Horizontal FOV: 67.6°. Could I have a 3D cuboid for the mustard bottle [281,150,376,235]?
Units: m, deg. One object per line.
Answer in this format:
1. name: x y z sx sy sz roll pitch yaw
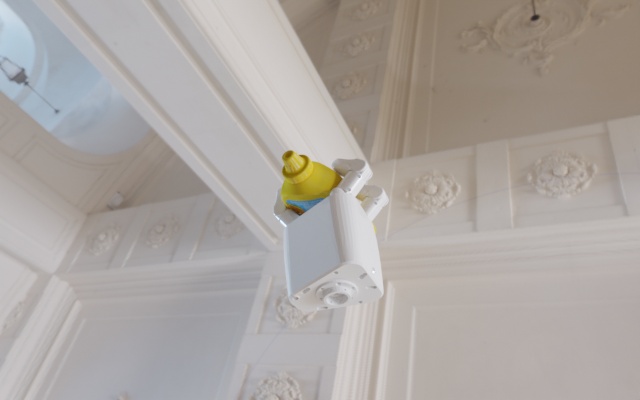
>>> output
1. mustard bottle: 0.000 0.002 0.657 0.096 0.058 0.192 -2 -38 32
